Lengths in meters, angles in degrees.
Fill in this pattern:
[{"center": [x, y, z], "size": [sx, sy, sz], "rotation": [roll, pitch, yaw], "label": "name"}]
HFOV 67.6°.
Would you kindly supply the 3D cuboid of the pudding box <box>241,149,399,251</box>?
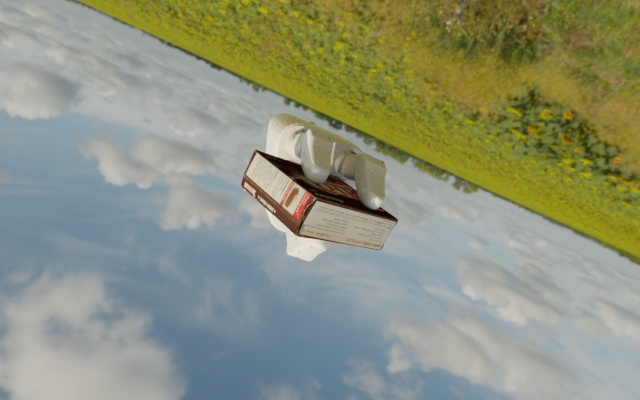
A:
[{"center": [0.000, 0.001, 0.415], "size": [0.113, 0.039, 0.090], "rotation": [12, 18, -46], "label": "pudding box"}]
